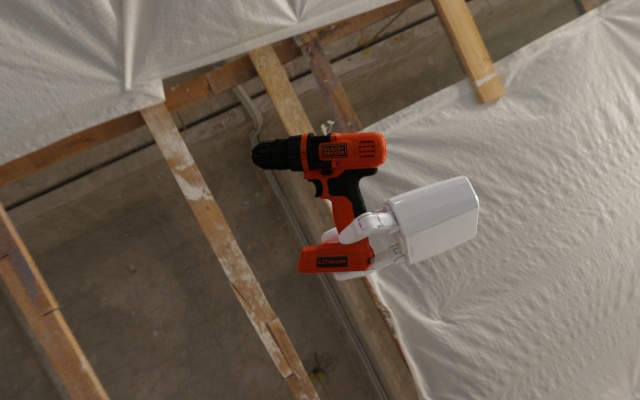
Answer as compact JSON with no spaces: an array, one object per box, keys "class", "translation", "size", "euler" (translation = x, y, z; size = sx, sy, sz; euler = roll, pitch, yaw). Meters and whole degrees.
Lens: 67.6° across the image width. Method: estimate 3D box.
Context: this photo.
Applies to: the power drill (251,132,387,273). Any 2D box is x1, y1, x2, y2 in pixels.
[{"class":"power drill","translation":[0.000,0.003,0.648],"size":[0.184,0.187,0.057],"euler":[-2,6,12]}]
